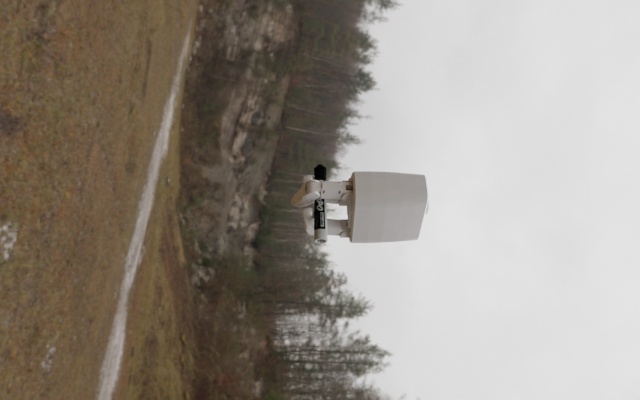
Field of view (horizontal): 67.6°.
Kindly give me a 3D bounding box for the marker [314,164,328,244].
[{"bbox_3d":[0.000,0.002,0.682,0.020,0.121,0.020,0,-27,0],"label":"marker"}]
